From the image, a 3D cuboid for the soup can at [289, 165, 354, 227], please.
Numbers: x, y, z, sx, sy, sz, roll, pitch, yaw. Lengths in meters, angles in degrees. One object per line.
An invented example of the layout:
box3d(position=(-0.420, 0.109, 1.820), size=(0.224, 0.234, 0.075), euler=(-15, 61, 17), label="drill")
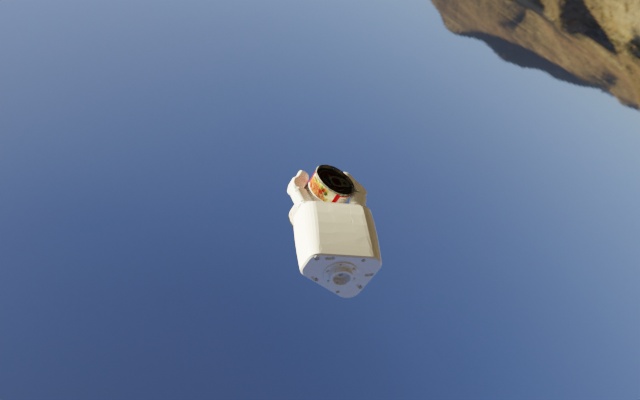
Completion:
box3d(position=(0.000, 0.002, 0.767), size=(0.068, 0.068, 0.102), euler=(0, -44, -41), label="soup can")
